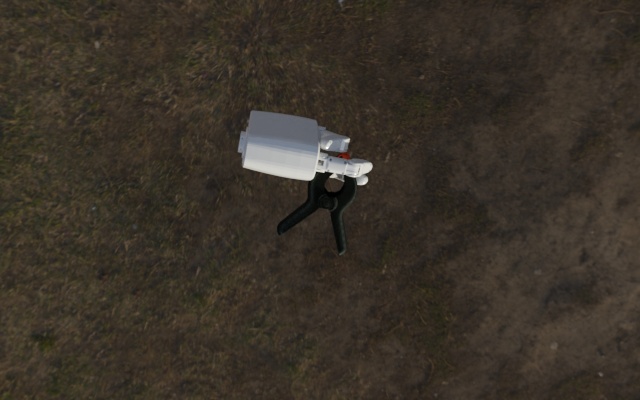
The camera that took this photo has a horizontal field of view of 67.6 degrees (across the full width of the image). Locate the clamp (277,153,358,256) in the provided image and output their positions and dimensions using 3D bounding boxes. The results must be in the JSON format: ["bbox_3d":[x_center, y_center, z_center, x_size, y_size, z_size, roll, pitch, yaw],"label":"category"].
[{"bbox_3d":[0.000,0.003,0.765,0.120,0.171,0.039,9,18,-10],"label":"clamp"}]
